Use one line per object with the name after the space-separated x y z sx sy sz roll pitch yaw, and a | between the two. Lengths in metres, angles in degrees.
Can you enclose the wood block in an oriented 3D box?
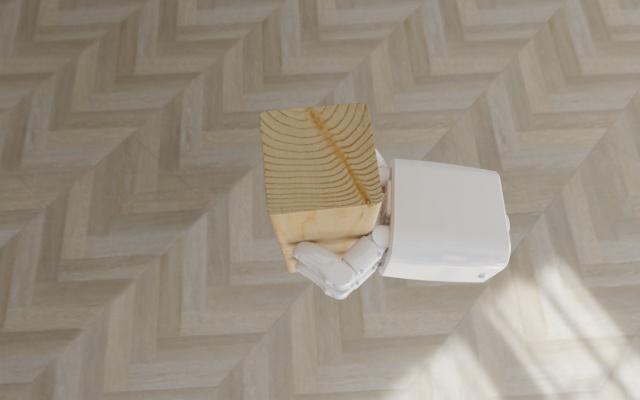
0.000 0.001 0.465 0.090 0.090 0.206 -6 -21 -2 | wood block
